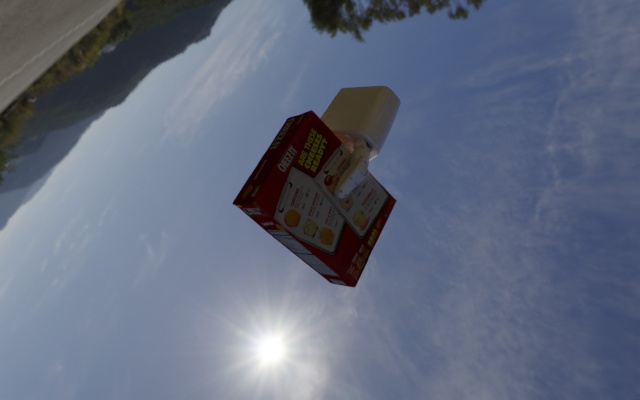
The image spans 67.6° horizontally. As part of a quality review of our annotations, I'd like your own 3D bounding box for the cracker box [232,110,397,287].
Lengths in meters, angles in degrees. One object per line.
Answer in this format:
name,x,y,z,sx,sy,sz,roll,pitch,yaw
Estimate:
cracker box,0.000,0.002,0.708,0.214,0.164,0.072,43,-27,-28
